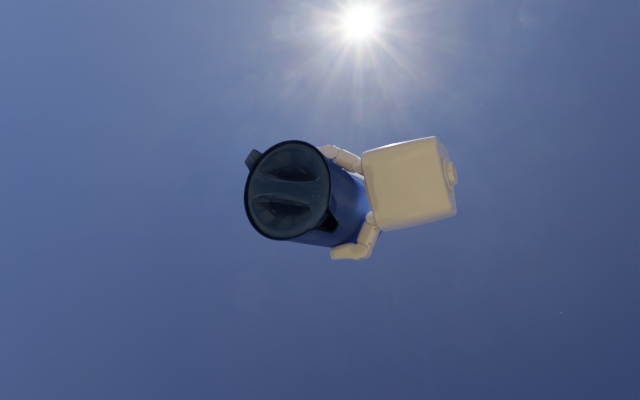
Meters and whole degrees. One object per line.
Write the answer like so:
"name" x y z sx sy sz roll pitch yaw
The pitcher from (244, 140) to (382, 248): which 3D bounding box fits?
"pitcher" 0.000 0.002 0.716 0.145 0.149 0.243 -13 -17 24
